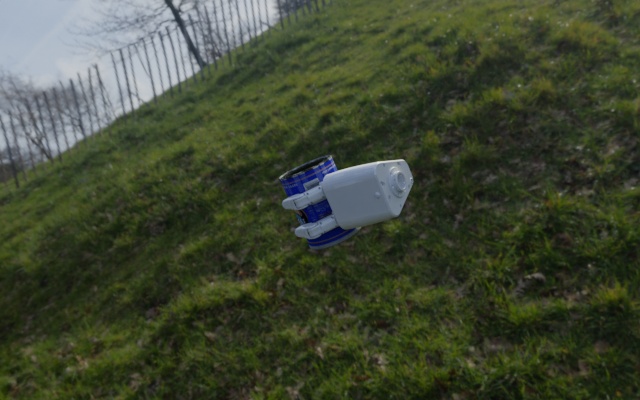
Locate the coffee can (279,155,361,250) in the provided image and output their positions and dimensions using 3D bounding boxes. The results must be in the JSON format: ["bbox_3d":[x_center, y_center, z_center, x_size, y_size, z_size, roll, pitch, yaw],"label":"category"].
[{"bbox_3d":[0.000,0.003,0.858,0.103,0.140,0.102,-23,11,5],"label":"coffee can"}]
